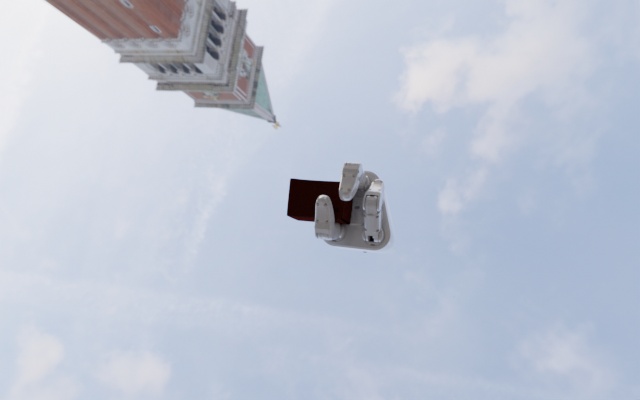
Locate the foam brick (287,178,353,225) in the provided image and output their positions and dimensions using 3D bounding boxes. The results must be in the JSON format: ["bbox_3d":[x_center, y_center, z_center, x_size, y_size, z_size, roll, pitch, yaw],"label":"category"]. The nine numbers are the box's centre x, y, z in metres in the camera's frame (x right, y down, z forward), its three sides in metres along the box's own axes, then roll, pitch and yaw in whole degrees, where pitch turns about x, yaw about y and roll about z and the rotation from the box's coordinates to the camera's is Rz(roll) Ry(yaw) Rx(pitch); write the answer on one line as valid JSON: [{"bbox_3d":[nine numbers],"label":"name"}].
[{"bbox_3d":[0.000,0.002,0.647,0.078,0.053,0.051,5,-8,16],"label":"foam brick"}]
